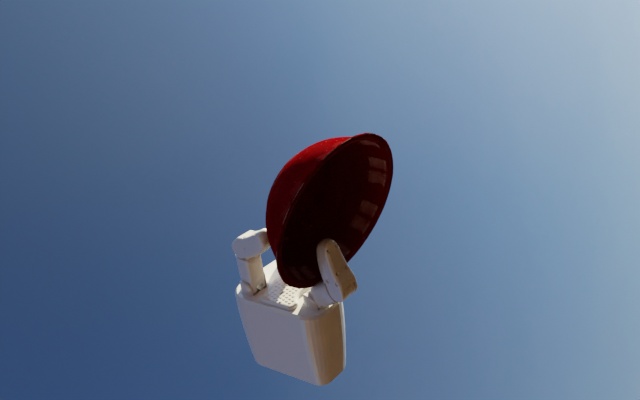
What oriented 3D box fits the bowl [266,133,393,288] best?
[{"bbox_3d":[0.000,0.000,0.456,0.055,0.162,0.162,32,18,30],"label":"bowl"}]
